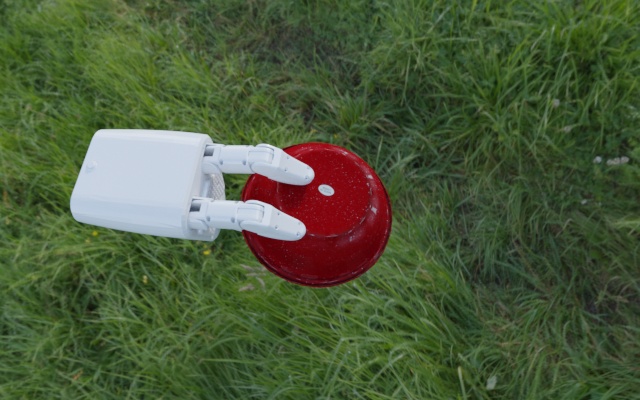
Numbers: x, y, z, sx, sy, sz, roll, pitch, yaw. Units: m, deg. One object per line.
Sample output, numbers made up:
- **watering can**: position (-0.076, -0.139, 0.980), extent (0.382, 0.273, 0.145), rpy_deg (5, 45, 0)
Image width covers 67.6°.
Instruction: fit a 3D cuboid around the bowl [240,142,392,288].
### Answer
- **bowl**: position (0.001, 0.001, 0.476), extent (0.162, 0.162, 0.055), rpy_deg (0, -22, -9)
